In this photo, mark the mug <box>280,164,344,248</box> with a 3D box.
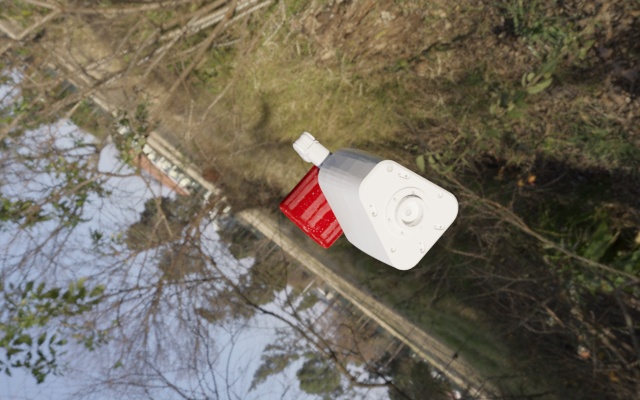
[{"bbox_3d":[-0.001,0.002,0.601,0.093,0.081,0.117,44,-7,-22],"label":"mug"}]
